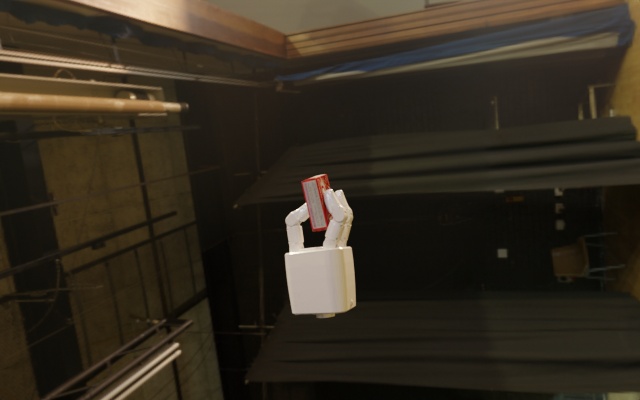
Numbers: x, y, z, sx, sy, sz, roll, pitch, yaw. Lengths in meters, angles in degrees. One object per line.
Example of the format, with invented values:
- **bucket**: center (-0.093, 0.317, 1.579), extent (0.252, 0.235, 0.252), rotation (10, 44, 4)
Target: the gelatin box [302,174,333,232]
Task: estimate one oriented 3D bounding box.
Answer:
- **gelatin box**: center (0.000, 0.002, 0.823), extent (0.030, 0.089, 0.073), rotation (-12, 5, 17)
